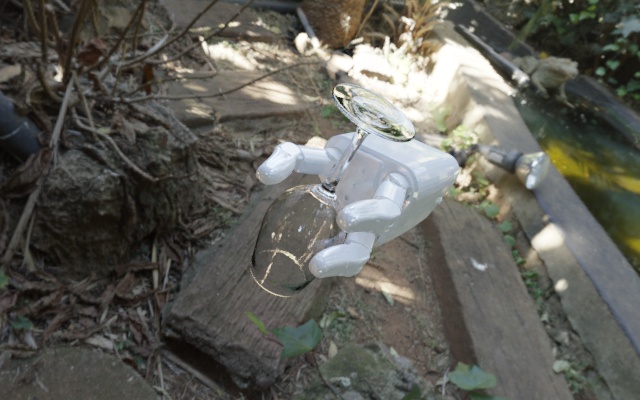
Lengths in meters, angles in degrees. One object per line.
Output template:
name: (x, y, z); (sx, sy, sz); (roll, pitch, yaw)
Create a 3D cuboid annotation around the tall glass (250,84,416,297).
tall glass: (0.000, 0.001, 0.427); (0.079, 0.201, 0.079); (21, 35, -15)
